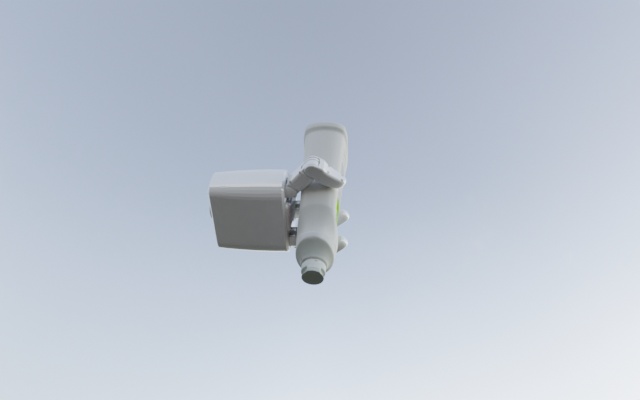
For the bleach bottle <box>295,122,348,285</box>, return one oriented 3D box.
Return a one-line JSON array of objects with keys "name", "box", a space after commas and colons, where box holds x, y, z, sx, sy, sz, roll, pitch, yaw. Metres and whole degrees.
[{"name": "bleach bottle", "box": [0.000, 0.002, 0.667, 0.068, 0.103, 0.250, 0, 44, 6]}]
